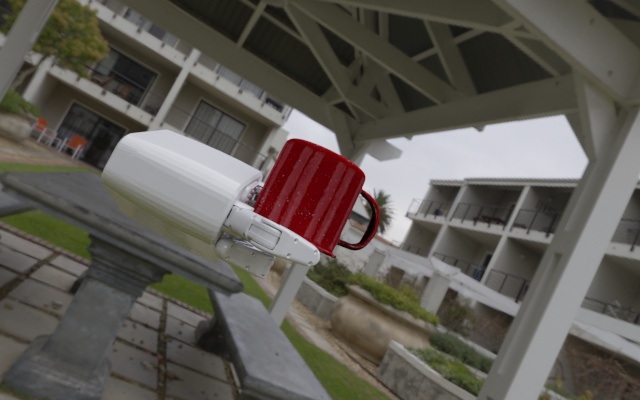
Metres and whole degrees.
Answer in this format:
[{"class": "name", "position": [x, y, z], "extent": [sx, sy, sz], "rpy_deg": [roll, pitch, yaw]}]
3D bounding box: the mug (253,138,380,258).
[{"class": "mug", "position": [0.001, 0.002, 0.435], "extent": [0.117, 0.081, 0.093], "rpy_deg": [26, -5, -4]}]
